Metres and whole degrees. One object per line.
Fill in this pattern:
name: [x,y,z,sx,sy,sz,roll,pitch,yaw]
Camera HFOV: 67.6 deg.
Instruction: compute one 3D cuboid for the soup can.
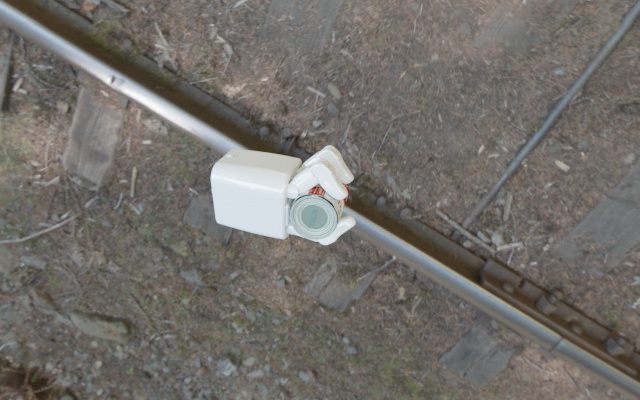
soup can: [0.001,0.003,0.670,0.068,0.068,0.102,0,24,12]
